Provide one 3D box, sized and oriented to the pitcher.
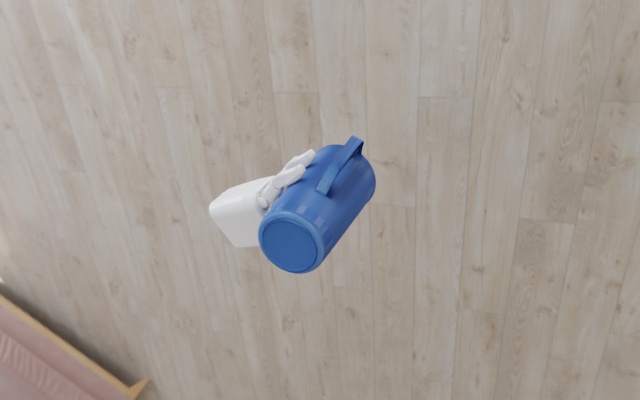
[{"bbox_3d":[0.000,0.003,0.781,0.145,0.149,0.242,-11,23,28],"label":"pitcher"}]
